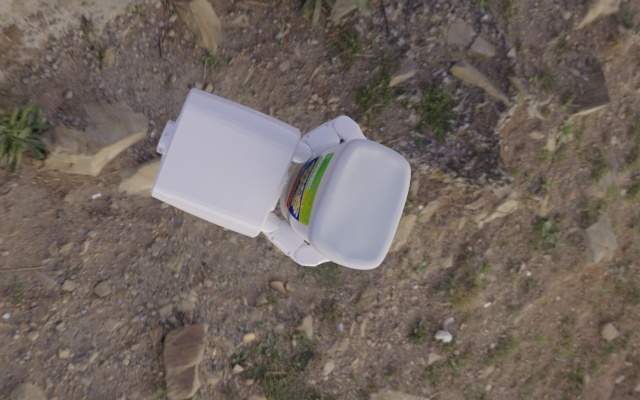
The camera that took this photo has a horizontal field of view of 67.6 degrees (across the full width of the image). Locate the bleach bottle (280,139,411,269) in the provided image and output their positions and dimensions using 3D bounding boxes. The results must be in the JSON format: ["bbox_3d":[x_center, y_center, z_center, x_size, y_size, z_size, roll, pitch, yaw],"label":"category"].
[{"bbox_3d":[0.000,0.001,0.482,0.068,0.102,0.251,22,-6,-15],"label":"bleach bottle"}]
